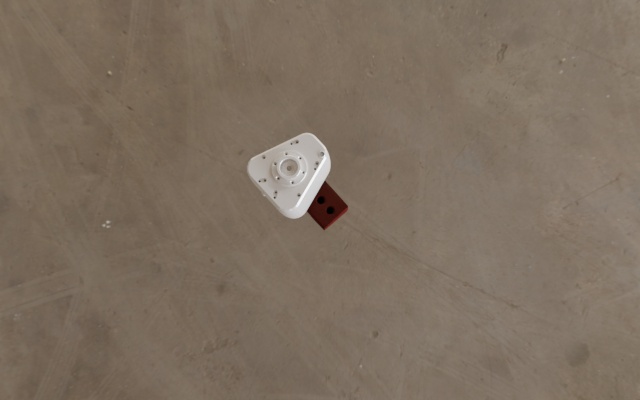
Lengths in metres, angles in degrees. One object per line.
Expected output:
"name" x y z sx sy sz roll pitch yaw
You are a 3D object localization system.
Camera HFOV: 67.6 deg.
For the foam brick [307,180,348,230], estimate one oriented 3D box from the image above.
"foam brick" 0.000 0.003 0.770 0.053 0.078 0.051 -42 -5 -6
